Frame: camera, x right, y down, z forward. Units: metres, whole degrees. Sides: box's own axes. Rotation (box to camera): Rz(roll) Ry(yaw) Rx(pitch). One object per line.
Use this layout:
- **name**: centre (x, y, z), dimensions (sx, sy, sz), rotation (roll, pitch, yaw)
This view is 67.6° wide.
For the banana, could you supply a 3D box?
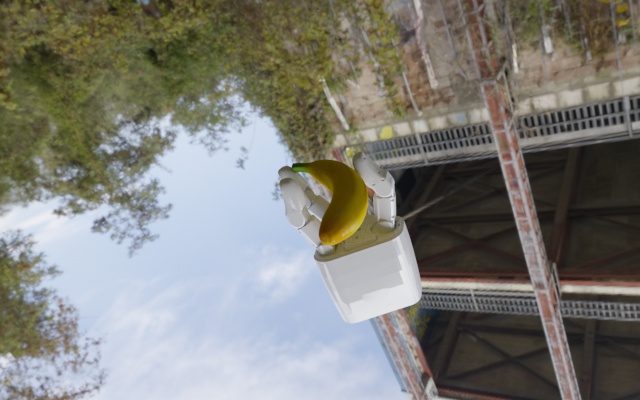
- **banana**: centre (0.017, -0.006, 0.512), dimensions (0.069, 0.037, 0.197), rotation (-20, 24, -3)
